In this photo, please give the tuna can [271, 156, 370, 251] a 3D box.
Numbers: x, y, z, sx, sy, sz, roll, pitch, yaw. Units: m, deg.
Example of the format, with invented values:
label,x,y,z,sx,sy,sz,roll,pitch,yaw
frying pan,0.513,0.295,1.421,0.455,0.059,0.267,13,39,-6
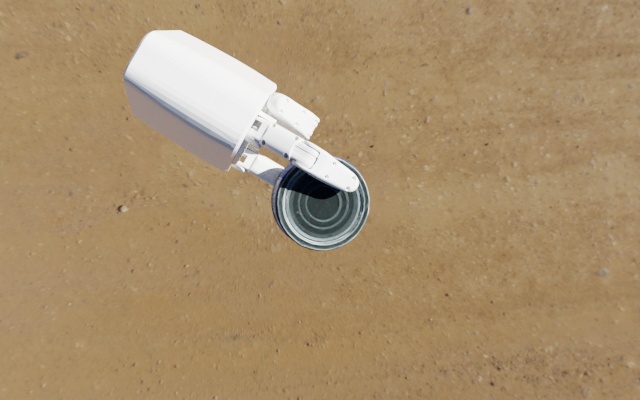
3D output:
label,x,y,z,sx,sy,sz,roll,pitch,yaw
tuna can,0.000,0.001,0.428,0.086,0.086,0.034,0,4,-12
